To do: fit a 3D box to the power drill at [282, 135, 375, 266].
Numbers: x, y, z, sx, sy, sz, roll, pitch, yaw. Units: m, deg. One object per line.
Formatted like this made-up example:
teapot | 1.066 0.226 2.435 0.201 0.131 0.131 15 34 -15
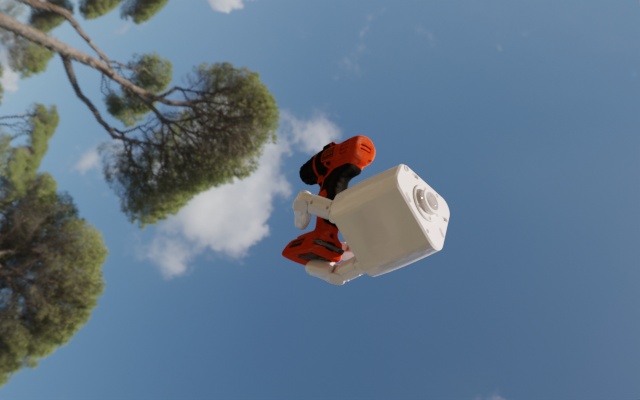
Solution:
power drill | 0.000 0.003 0.725 0.057 0.187 0.184 23 -21 -23
